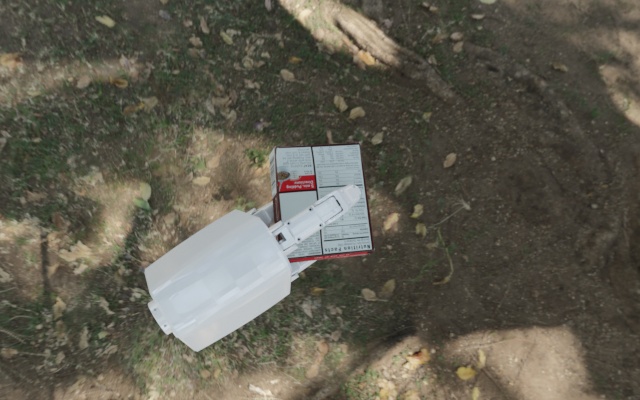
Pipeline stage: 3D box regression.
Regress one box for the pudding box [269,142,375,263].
[{"bbox_3d":[0.000,0.002,0.467,0.090,0.113,0.039,-4,-8,-13],"label":"pudding box"}]
